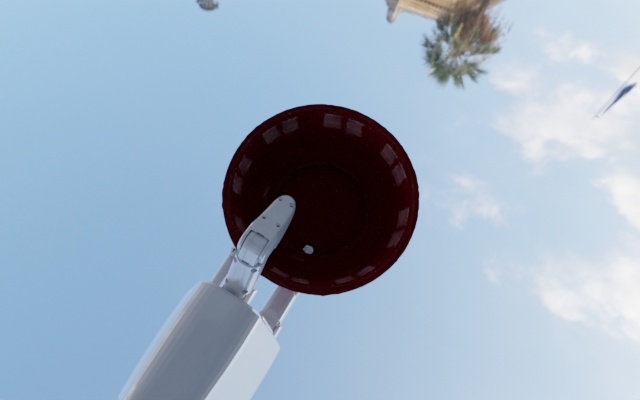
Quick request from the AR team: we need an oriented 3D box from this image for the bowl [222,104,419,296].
[{"bbox_3d":[0.001,0.001,0.415,0.162,0.162,0.055,0,-13,-1],"label":"bowl"}]
